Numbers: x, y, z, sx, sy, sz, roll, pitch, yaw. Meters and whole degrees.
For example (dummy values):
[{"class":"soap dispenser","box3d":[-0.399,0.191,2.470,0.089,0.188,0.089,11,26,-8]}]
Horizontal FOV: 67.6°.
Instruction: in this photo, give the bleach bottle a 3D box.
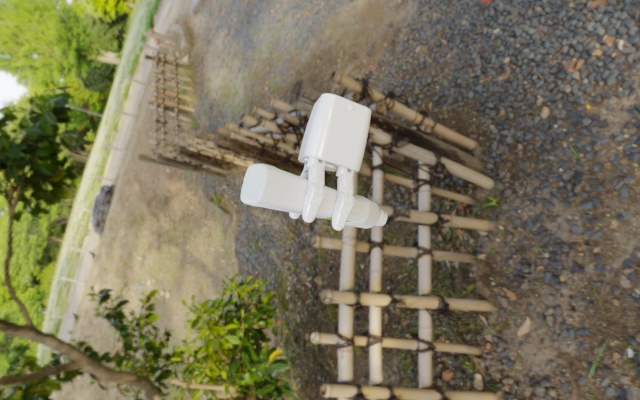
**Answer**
[{"class":"bleach bottle","box3d":[0.000,0.003,0.809,0.251,0.068,0.102,16,-4,-27]}]
